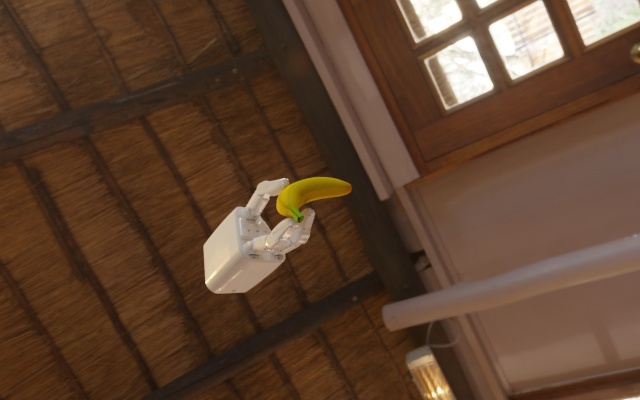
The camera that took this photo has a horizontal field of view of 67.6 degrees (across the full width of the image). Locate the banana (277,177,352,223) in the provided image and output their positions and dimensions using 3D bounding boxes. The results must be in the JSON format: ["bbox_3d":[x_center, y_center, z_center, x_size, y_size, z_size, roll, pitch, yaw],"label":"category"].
[{"bbox_3d":[-0.016,-0.007,0.759,0.069,0.037,0.197,34,28,14],"label":"banana"}]
